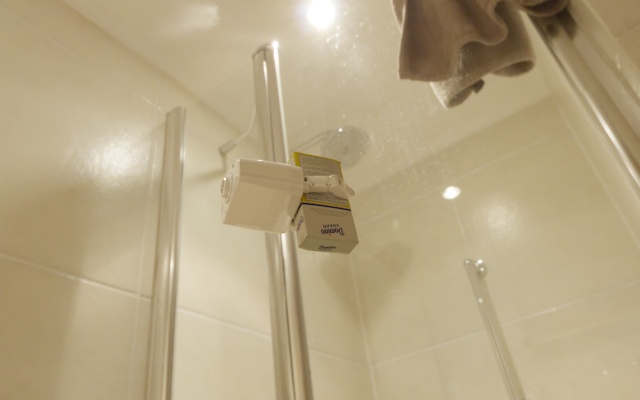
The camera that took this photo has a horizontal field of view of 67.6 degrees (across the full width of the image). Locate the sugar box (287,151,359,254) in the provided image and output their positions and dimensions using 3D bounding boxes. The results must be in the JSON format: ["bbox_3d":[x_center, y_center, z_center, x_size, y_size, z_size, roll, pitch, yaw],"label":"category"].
[{"bbox_3d":[0.000,0.003,0.798,0.093,0.176,0.048,9,-38,-24],"label":"sugar box"}]
